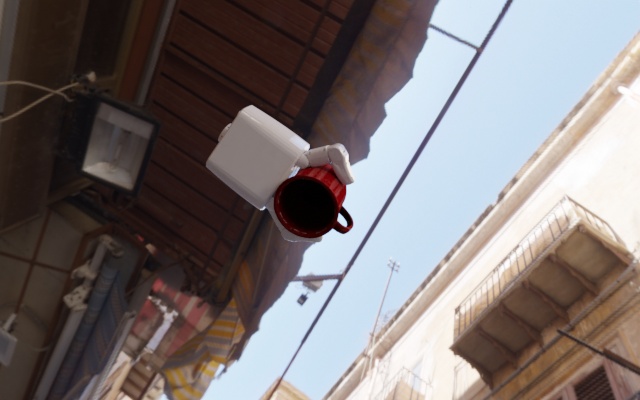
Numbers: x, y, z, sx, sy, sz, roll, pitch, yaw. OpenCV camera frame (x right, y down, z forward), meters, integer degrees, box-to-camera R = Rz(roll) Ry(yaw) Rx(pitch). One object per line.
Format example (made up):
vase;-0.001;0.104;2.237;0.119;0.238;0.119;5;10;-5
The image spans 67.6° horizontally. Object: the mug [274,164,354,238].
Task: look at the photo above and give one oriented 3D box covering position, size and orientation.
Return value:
mug;0.001;0.003;0.680;0.117;0.093;0.081;37;27;-1
